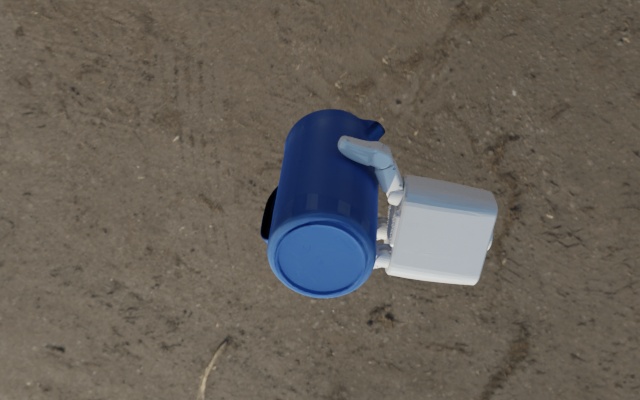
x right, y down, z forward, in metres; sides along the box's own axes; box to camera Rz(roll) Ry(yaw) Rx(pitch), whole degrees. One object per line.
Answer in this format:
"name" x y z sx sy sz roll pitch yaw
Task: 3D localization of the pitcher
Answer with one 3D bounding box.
"pitcher" 0.000 0.002 0.567 0.145 0.149 0.242 9 32 -1
